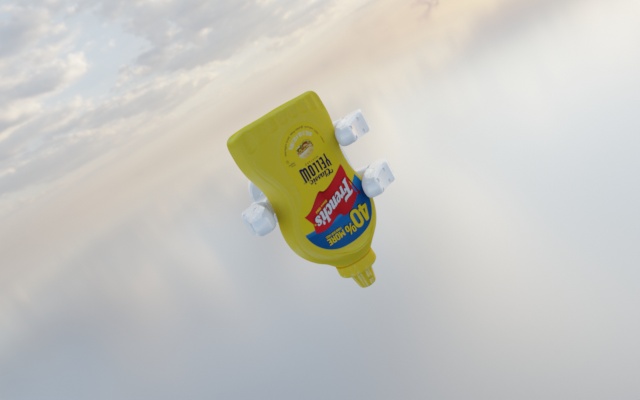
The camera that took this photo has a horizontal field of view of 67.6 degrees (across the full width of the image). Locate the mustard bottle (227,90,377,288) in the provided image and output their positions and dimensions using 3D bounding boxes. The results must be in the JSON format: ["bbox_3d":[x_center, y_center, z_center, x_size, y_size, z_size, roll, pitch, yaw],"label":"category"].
[{"bbox_3d":[0.000,0.001,0.452,0.096,0.192,0.058,-37,15,-27],"label":"mustard bottle"}]
